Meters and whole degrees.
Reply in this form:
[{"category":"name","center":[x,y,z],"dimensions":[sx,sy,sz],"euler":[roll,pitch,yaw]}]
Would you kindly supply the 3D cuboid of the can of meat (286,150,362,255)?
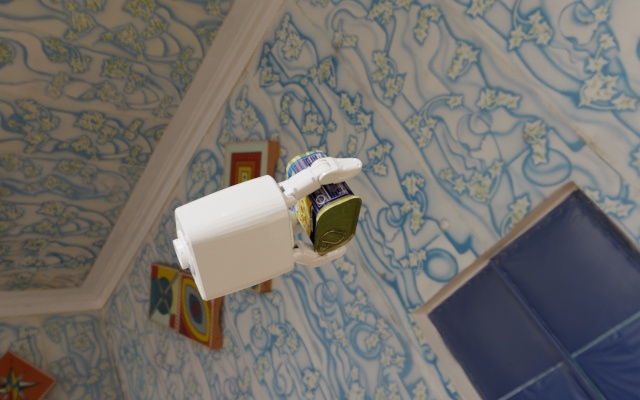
[{"category":"can of meat","center":[0.000,0.002,0.572],"dimensions":[0.057,0.084,0.102],"euler":[-23,-31,-18]}]
